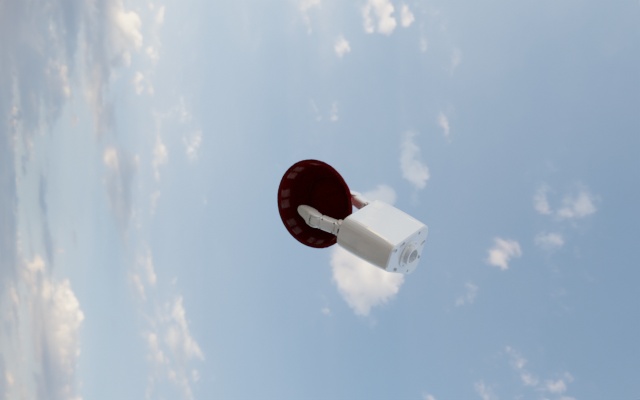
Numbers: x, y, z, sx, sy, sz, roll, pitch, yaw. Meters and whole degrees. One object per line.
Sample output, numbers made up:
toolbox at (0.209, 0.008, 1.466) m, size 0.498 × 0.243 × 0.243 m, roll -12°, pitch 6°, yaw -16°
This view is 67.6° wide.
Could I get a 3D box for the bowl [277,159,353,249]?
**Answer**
bowl at (-0.001, 0.002, 0.869) m, size 0.162 × 0.162 × 0.055 m, roll 0°, pitch 10°, yaw 33°
